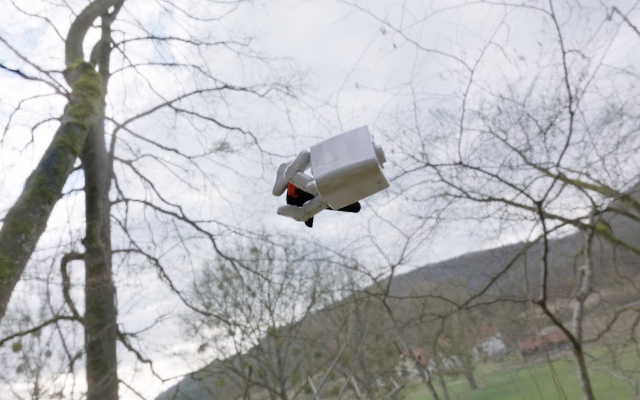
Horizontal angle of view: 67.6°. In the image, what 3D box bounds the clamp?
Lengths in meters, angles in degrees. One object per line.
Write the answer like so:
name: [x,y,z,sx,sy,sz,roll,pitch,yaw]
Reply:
clamp: [0.000,0.002,0.871,0.120,0.039,0.171,-21,-26,13]
